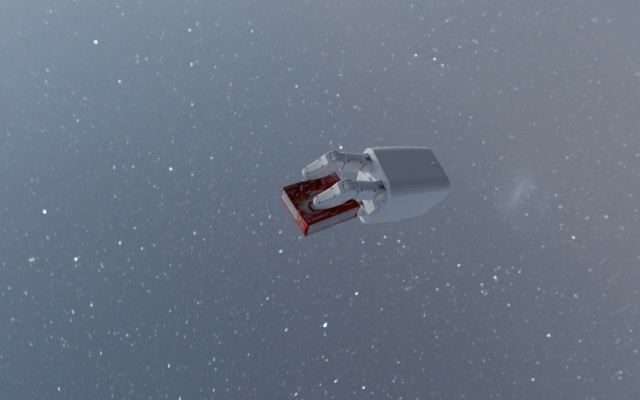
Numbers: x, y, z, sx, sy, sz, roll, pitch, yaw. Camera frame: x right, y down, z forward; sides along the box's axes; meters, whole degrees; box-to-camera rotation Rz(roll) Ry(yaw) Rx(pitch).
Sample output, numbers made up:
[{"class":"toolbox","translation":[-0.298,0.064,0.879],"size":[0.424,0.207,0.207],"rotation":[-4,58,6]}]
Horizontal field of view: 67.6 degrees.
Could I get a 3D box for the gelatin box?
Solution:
[{"class":"gelatin box","translation":[0.000,0.003,0.674],"size":[0.089,0.073,0.030],"rotation":[-20,-32,-25]}]
